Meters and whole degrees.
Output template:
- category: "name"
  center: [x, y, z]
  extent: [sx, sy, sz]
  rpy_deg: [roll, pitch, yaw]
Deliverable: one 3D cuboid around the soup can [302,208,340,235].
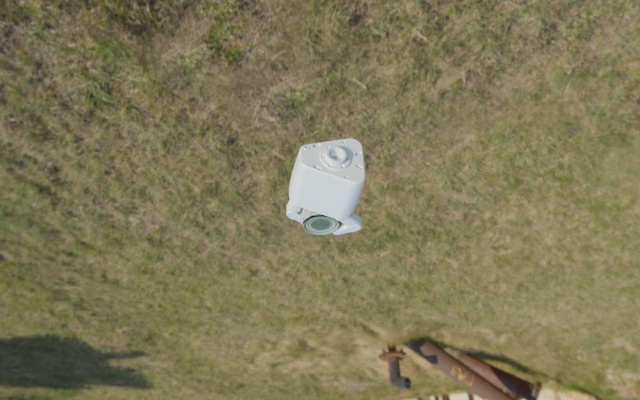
- category: "soup can"
  center: [0.000, 0.003, 0.867]
  extent: [0.068, 0.102, 0.069]
  rpy_deg: [-1, -33, -1]
